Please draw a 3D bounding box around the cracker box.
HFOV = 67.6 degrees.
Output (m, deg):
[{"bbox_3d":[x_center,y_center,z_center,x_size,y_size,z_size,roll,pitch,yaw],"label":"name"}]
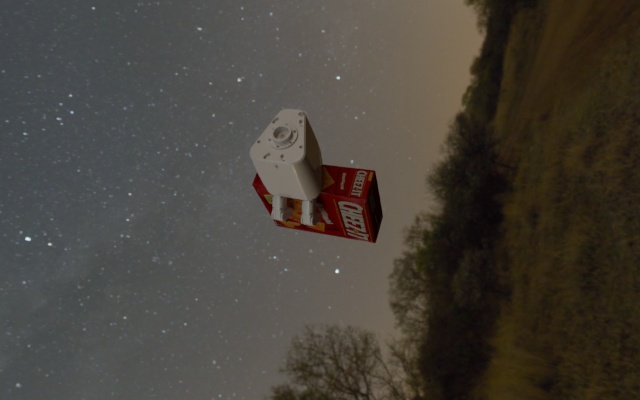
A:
[{"bbox_3d":[0.000,0.003,0.896,0.213,0.072,0.164,9,-29,18],"label":"cracker box"}]
